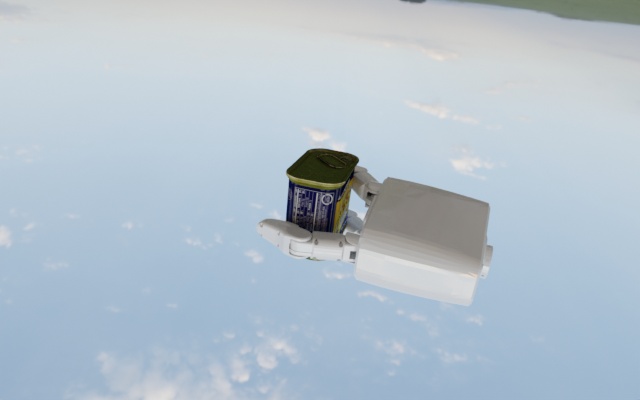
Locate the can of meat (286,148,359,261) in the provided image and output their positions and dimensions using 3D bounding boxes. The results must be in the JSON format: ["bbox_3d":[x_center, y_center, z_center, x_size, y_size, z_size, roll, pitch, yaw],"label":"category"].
[{"bbox_3d":[0.000,0.002,0.489,0.057,0.084,0.102,12,24,12],"label":"can of meat"}]
